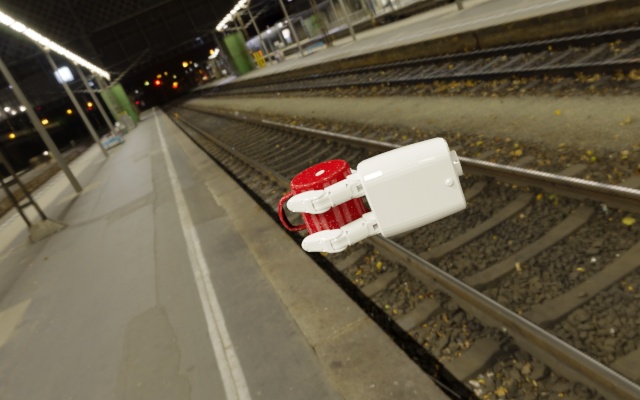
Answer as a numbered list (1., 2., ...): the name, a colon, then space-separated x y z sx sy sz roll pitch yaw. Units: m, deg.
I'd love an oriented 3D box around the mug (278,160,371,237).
1. mug: -0.001 0.002 0.634 0.117 0.081 0.093 -19 19 9
